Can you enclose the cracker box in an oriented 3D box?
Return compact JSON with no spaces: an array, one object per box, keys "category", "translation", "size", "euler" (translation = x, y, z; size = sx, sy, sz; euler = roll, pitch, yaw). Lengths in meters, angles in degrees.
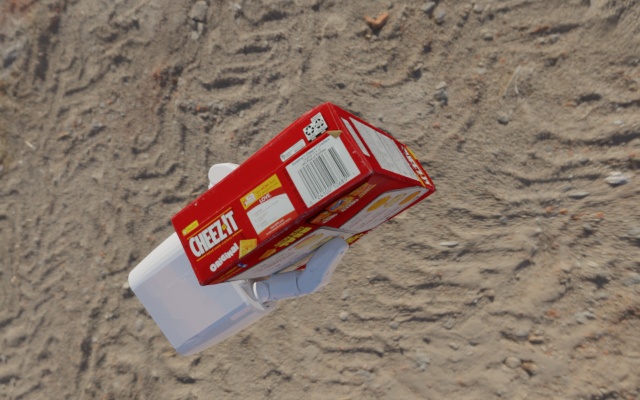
[{"category":"cracker box","translation":[0.000,0.002,0.439],"size":[0.164,0.072,0.214],"euler":[-34,-15,20]}]
